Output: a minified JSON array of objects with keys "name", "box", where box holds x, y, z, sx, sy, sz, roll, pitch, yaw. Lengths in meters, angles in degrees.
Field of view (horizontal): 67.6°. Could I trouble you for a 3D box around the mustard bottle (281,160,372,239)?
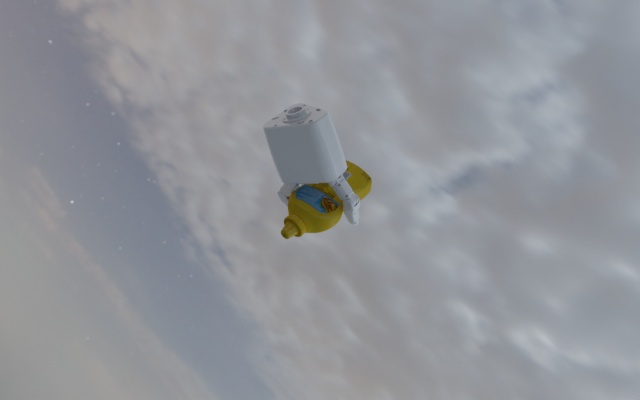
[{"name":"mustard bottle","box":[0.000,0.003,0.835,0.096,0.058,0.191,31,53,24]}]
